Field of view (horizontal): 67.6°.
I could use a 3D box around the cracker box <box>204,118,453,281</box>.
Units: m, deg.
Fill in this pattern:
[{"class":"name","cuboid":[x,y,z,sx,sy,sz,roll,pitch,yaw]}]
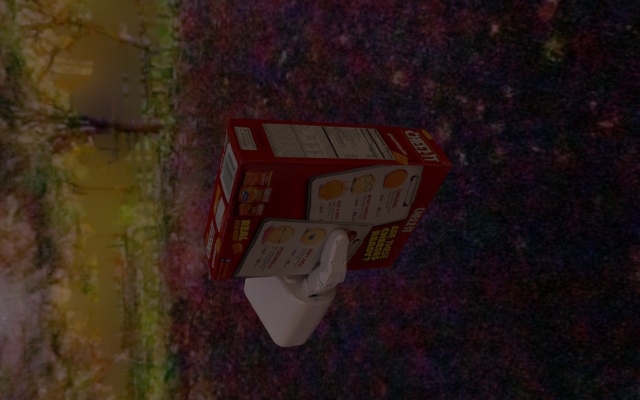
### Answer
[{"class":"cracker box","cuboid":[0.000,0.002,0.490,0.214,0.072,0.164,-1,-44,-25]}]
